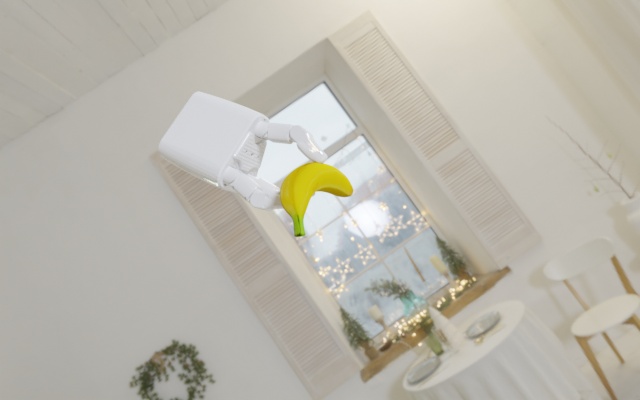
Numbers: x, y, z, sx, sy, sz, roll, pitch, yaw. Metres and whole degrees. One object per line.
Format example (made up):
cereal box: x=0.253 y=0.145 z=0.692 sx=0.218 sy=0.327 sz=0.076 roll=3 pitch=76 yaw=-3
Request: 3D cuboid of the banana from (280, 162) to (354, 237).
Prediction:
banana: x=-0.006 y=-0.015 z=0.597 sx=0.037 sy=0.069 sz=0.197 roll=-9 pitch=11 yaw=25
